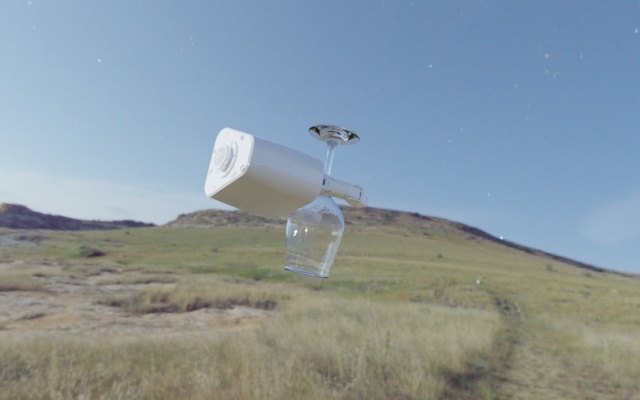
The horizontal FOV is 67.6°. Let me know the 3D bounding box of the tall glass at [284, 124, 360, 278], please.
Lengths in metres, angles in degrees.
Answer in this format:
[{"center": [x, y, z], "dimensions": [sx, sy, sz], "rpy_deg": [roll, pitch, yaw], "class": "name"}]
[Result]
[{"center": [0.000, 0.002, 0.657], "dimensions": [0.079, 0.201, 0.079], "rpy_deg": [11, -11, 2], "class": "tall glass"}]
